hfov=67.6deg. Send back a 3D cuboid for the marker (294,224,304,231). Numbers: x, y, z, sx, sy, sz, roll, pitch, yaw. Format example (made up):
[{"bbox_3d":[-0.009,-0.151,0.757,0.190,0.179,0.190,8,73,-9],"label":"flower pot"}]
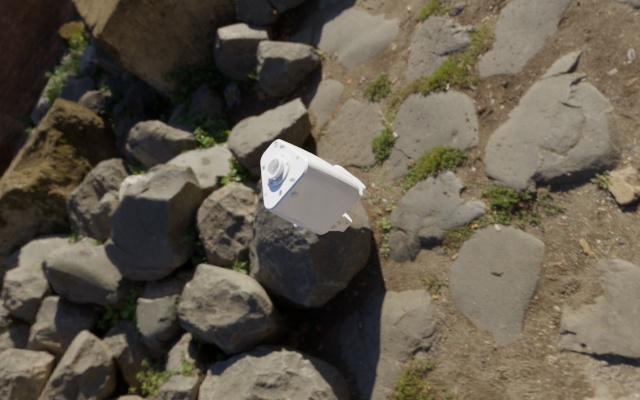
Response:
[{"bbox_3d":[0.000,0.003,0.788,0.020,0.121,0.020,37,19,-15],"label":"marker"}]
